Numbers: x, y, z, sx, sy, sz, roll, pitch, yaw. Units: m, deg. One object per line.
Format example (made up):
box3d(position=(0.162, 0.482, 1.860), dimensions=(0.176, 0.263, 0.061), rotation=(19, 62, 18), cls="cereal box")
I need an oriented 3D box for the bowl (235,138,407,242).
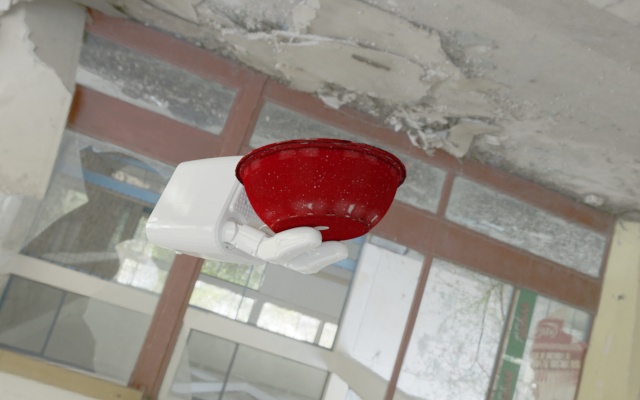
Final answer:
box3d(position=(0.001, 0.002, 0.445), dimensions=(0.162, 0.055, 0.162), rotation=(0, -20, 0), cls="bowl")
